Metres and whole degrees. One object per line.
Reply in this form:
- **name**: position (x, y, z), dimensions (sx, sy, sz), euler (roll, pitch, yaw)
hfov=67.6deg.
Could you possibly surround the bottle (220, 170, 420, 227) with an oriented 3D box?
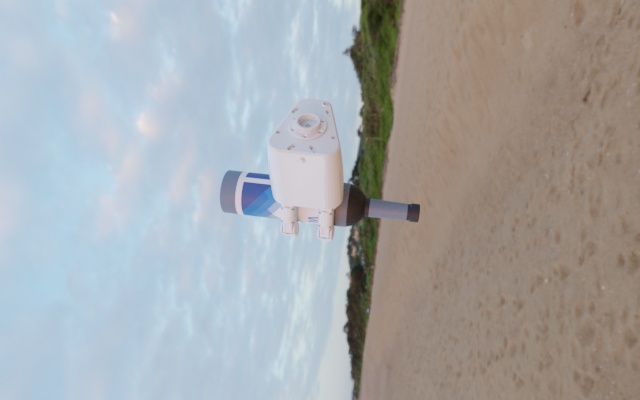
- **bottle**: position (0.000, 0.002, 0.722), dimensions (0.296, 0.069, 0.069), euler (7, 1, 7)
